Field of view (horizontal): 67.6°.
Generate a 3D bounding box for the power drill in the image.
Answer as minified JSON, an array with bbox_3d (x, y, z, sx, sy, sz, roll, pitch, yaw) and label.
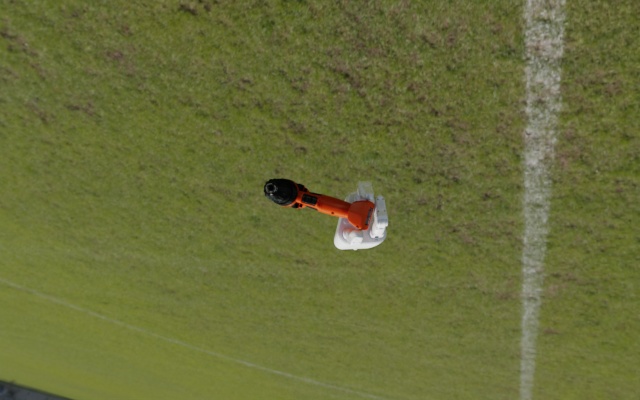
[{"bbox_3d":[0.001,0.003,0.898,0.187,0.057,0.184,17,2,16],"label":"power drill"}]
